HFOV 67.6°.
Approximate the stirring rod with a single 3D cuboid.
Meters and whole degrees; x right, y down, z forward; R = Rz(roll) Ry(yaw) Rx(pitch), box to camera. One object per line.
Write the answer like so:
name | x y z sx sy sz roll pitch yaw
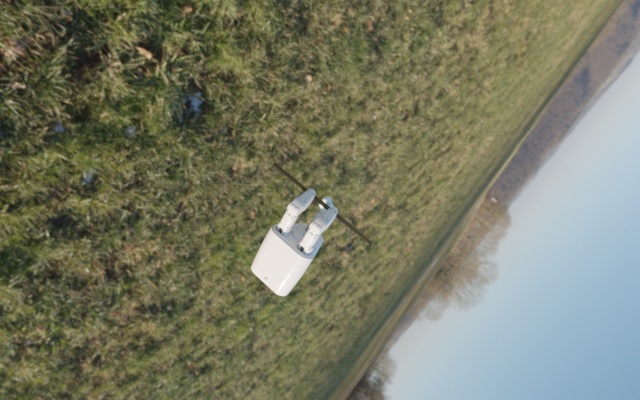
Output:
stirring rod | 0.000 0.003 0.879 0.239 0.011 0.011 39 13 17
